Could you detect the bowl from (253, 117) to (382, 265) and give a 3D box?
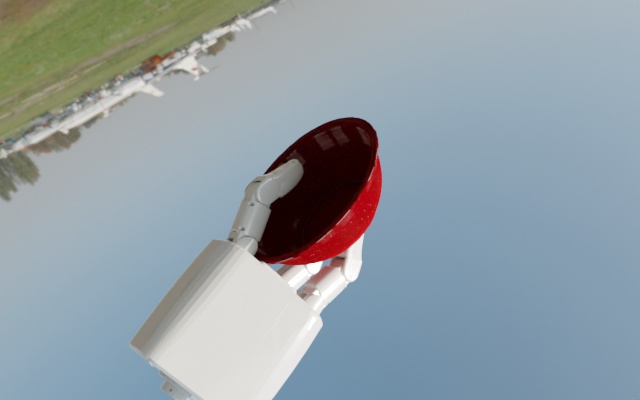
[{"bbox_3d":[0.001,0.001,0.440,0.162,0.162,0.055,0,-35,50],"label":"bowl"}]
